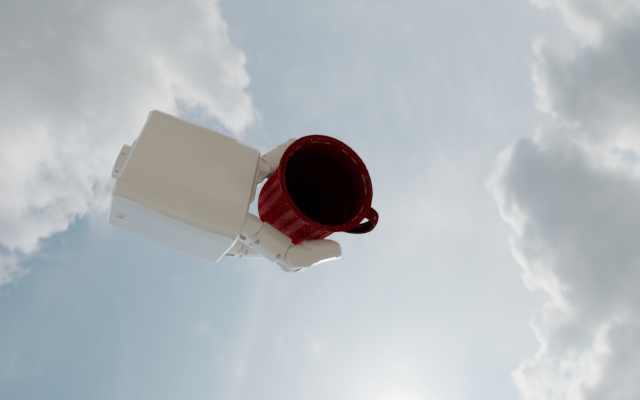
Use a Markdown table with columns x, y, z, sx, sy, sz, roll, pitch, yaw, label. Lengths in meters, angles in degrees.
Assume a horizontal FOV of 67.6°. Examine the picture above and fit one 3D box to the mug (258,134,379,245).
| x | y | z | sx | sy | sz | roll | pitch | yaw | label |
| --- | --- | --- | --- | --- | --- | --- | --- | --- | --- |
| 0.001 | 0.002 | 0.458 | 0.117 | 0.093 | 0.081 | 24 | -29 | -17 | mug |
